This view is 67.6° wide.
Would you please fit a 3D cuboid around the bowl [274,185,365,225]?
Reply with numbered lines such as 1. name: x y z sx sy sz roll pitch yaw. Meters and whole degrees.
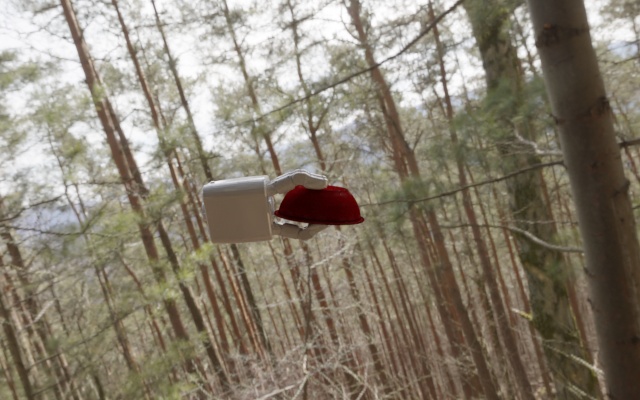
1. bowl: 0.001 0.002 0.845 0.162 0.055 0.162 5 7 -1
